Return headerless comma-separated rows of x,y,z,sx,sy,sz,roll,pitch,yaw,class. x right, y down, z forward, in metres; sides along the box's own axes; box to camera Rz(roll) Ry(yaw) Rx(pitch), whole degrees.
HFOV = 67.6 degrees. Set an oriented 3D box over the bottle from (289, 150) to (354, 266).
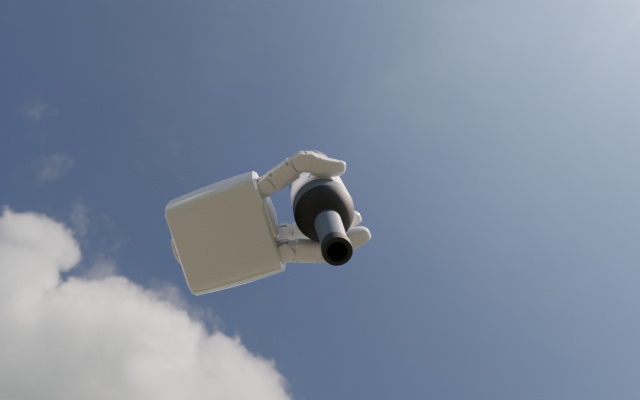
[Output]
0.000,0.002,0.555,0.069,0.069,0.295,0,17,-6,bottle
